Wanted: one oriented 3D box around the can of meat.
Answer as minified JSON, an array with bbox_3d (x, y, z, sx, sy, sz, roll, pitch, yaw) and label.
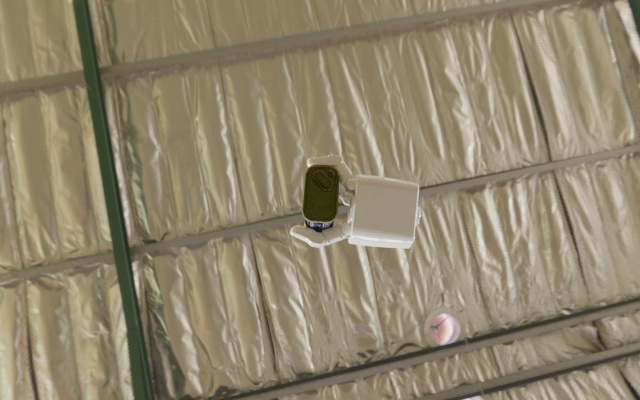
[{"bbox_3d":[0.000,0.003,0.813,0.057,0.102,0.084,4,-22,0],"label":"can of meat"}]
